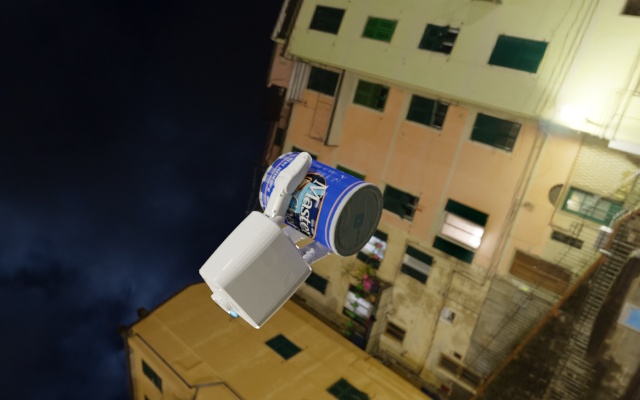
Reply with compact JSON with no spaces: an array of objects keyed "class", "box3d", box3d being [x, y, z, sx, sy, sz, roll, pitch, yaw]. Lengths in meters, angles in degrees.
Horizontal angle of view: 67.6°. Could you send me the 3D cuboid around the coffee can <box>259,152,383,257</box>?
[{"class":"coffee can","box3d":[0.000,0.002,0.659,0.140,0.103,0.103,26,16,36]}]
